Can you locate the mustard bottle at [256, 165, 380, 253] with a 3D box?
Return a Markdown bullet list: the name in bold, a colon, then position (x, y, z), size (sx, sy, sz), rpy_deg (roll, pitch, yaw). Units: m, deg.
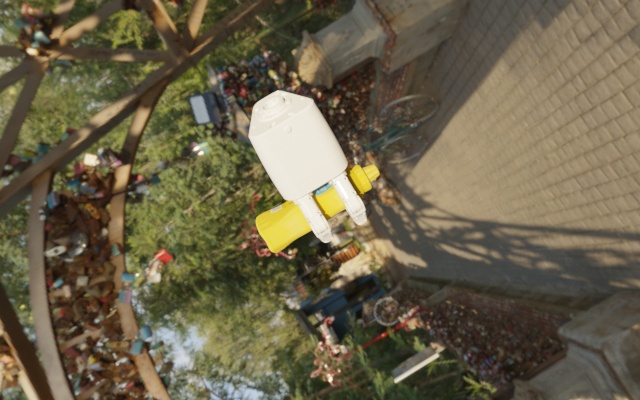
- **mustard bottle**: position (0.000, 0.003, 0.700), size (0.191, 0.058, 0.096), rpy_deg (-31, 10, -1)
